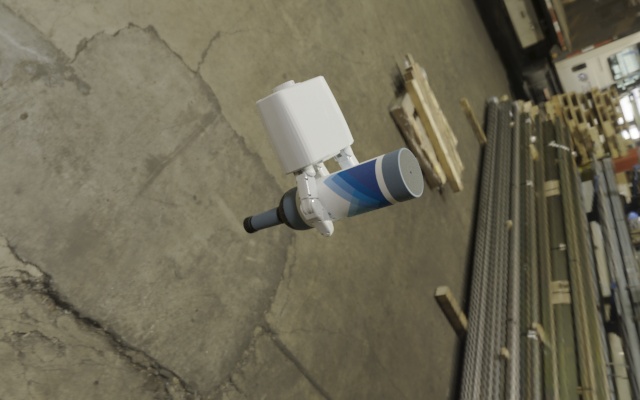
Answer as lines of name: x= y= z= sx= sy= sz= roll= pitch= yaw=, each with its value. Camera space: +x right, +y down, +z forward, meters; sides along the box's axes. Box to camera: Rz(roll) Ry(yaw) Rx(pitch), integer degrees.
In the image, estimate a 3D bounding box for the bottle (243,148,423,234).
bottle: x=0.000 y=0.002 z=0.691 sx=0.296 sy=0.069 sz=0.069 roll=-18 pitch=-11 yaw=34
